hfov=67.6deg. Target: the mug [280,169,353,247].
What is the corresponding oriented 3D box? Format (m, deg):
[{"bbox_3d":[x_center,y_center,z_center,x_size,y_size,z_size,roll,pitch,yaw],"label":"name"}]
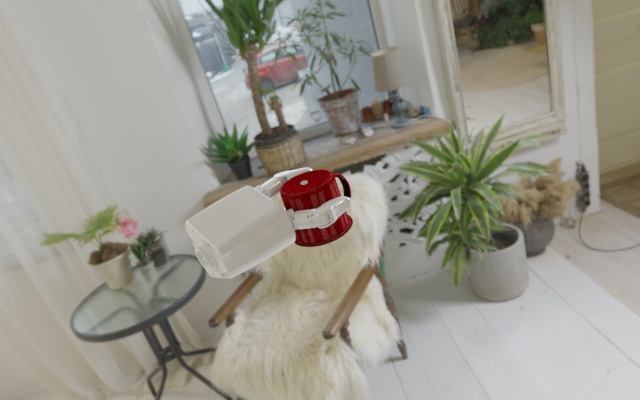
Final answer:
[{"bbox_3d":[0.001,0.001,0.692,0.117,0.081,0.093,-33,27,-30],"label":"mug"}]
